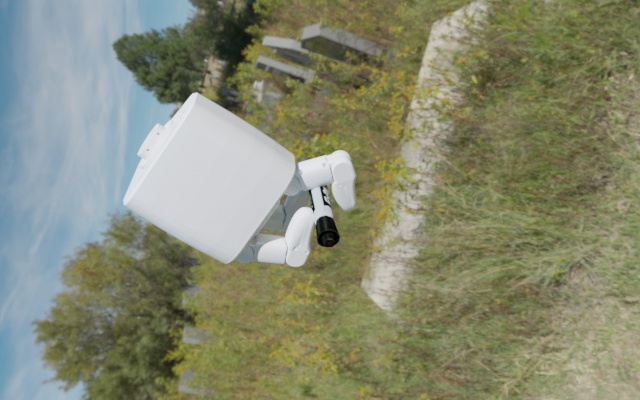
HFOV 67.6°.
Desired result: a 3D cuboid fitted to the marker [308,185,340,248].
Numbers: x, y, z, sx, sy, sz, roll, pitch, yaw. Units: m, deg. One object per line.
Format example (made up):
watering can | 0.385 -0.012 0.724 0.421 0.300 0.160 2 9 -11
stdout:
marker | 0.000 0.001 0.430 0.020 0.020 0.121 0 33 -7
